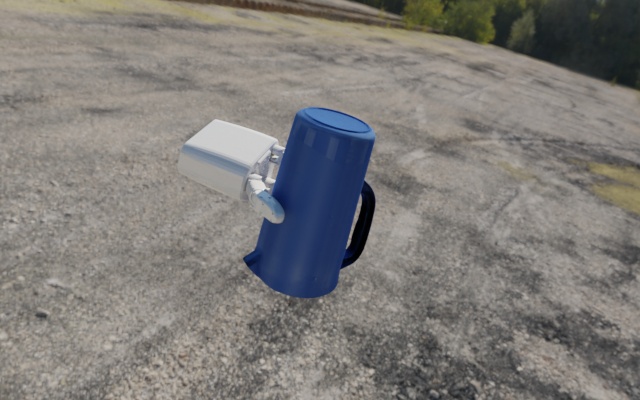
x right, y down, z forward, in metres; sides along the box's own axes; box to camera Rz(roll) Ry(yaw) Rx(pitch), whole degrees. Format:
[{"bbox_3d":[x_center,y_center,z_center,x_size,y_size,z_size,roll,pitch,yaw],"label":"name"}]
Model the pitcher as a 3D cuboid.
[{"bbox_3d":[0.000,0.002,0.665,0.145,0.243,0.149,22,24,12],"label":"pitcher"}]
